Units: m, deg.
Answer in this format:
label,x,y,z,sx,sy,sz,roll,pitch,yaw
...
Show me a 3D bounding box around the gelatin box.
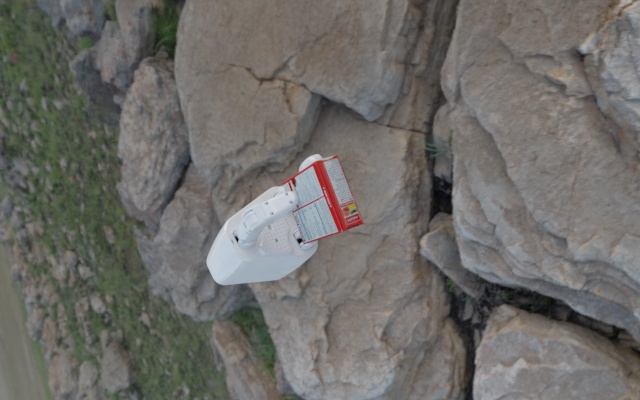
label,x,y,z,sx,sy,sz,roll,pitch,yaw
gelatin box,0.000,0.002,0.494,0.030,0.073,0.089,-19,-4,-30
